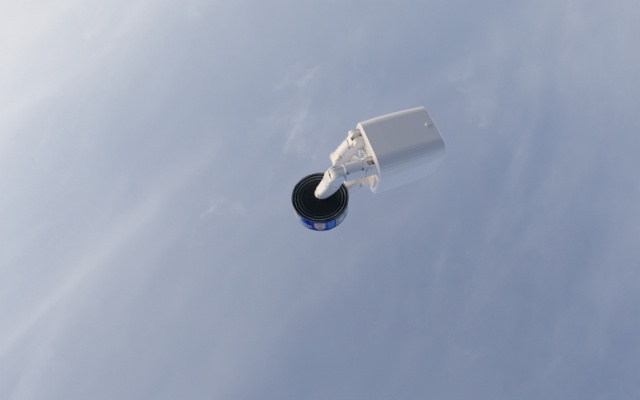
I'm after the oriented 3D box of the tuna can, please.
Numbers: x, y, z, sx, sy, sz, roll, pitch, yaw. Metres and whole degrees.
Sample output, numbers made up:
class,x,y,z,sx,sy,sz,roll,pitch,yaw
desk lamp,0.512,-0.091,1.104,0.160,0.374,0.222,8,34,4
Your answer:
class,x,y,z,sx,sy,sz,roll,pitch,yaw
tuna can,0.000,0.003,0.723,0.086,0.086,0.034,0,-30,3
